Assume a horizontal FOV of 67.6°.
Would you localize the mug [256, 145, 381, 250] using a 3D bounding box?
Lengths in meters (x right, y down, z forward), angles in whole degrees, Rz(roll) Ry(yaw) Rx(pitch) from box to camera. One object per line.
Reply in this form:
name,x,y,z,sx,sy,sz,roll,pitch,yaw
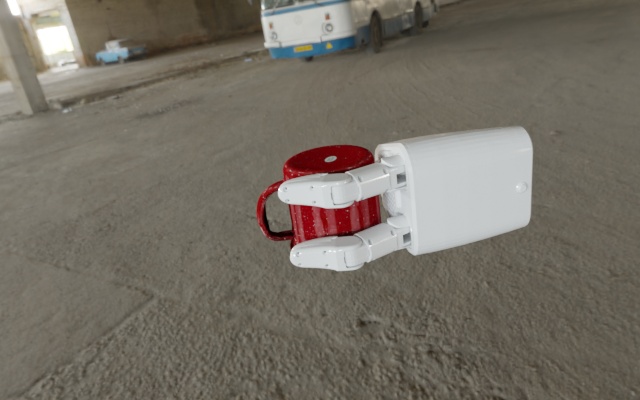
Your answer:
mug,-0.001,0.001,0.431,0.117,0.081,0.093,-12,23,-7
